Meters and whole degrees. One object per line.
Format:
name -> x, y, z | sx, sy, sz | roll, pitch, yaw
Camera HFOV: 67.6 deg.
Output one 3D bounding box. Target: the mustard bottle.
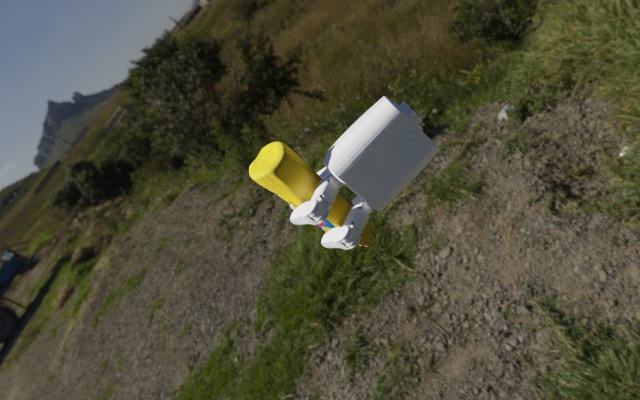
mustard bottle -> 0.000, 0.002, 0.624 | 0.192, 0.058, 0.096 | 38, -9, -23
